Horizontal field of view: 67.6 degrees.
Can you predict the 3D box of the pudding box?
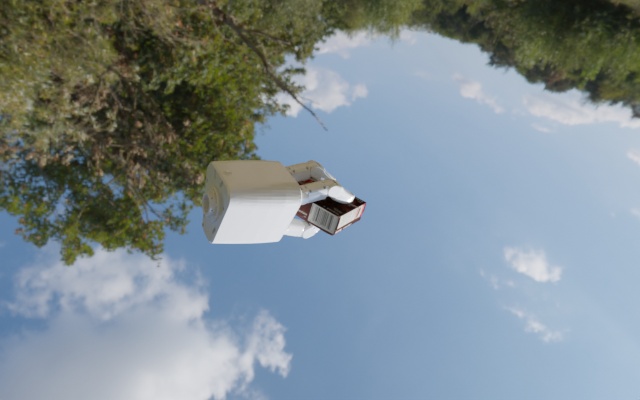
[{"bbox_3d":[0.000,0.003,0.732,0.113,0.039,0.090,31,28,21],"label":"pudding box"}]
